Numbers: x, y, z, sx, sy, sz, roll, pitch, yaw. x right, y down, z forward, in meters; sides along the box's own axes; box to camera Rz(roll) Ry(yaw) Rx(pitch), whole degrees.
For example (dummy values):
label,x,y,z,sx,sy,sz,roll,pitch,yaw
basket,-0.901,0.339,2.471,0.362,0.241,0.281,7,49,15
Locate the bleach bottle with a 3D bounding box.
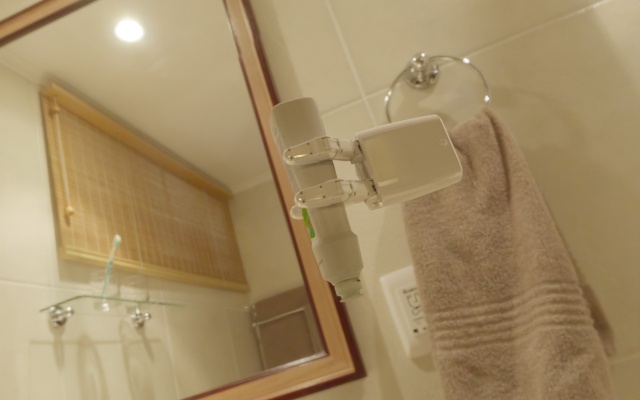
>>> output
label,x,y,z,sx,sy,sz,roll,pitch,yaw
bleach bottle,0.000,0.002,0.593,0.068,0.250,0.103,-16,-19,-5
